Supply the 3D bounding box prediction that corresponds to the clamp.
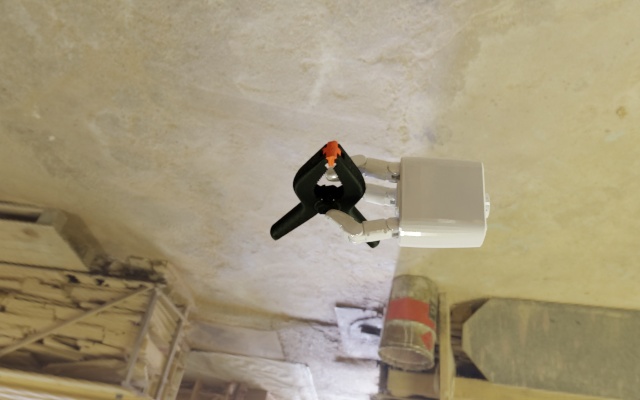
[{"bbox_3d":[0.000,0.002,0.648,0.164,0.036,0.210,0,-37,5],"label":"clamp"}]
